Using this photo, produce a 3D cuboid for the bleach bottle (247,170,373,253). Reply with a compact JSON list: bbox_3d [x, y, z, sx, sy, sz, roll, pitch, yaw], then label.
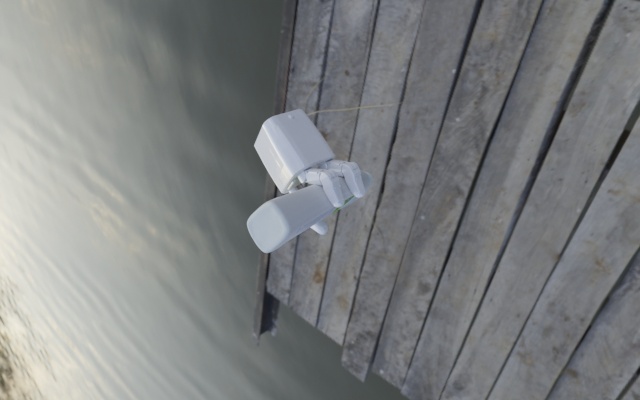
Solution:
[{"bbox_3d":[0.000,0.003,0.817,0.250,0.068,0.103,-25,-10,-43],"label":"bleach bottle"}]
